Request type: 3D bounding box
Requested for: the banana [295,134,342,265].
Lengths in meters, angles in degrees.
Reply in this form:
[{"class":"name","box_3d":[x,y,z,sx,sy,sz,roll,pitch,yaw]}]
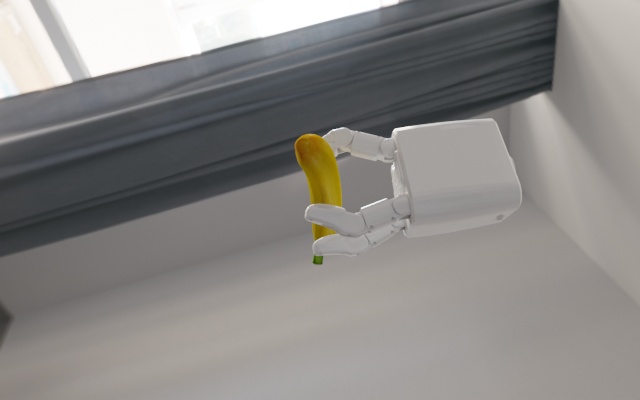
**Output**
[{"class":"banana","box_3d":[0.002,-0.011,0.506,0.037,0.069,0.198,0,-40,7]}]
